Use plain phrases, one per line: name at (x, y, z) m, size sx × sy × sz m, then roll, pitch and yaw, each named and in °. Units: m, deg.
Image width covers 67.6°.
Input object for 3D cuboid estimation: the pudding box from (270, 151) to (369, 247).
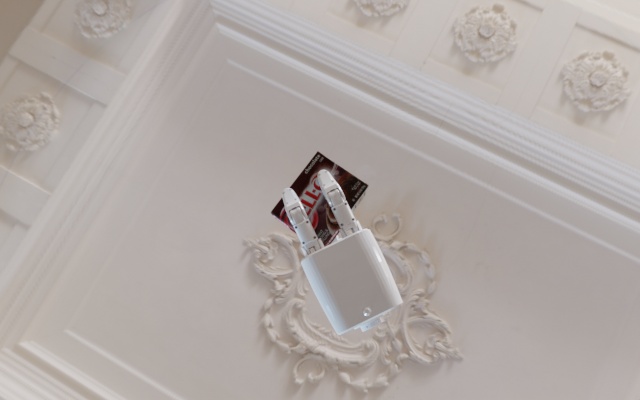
pudding box at (0.000, 0.002, 0.667) m, size 0.090 × 0.113 × 0.039 m, roll 35°, pitch -9°, yaw 14°
